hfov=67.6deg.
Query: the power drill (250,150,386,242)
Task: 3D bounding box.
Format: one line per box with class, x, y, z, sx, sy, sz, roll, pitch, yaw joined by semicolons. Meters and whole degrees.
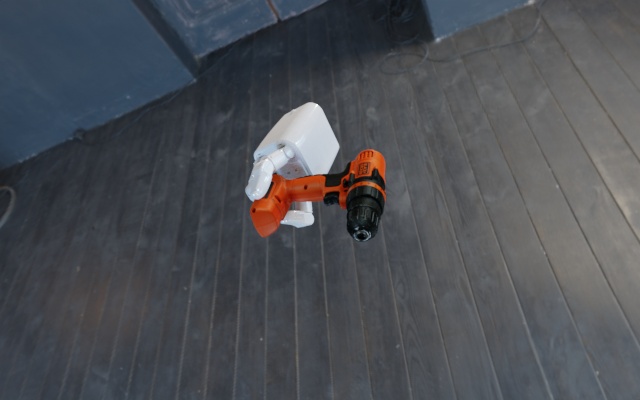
power drill;0.000;0.002;0.674;0.187;0.057;0.184;-9;32;17
